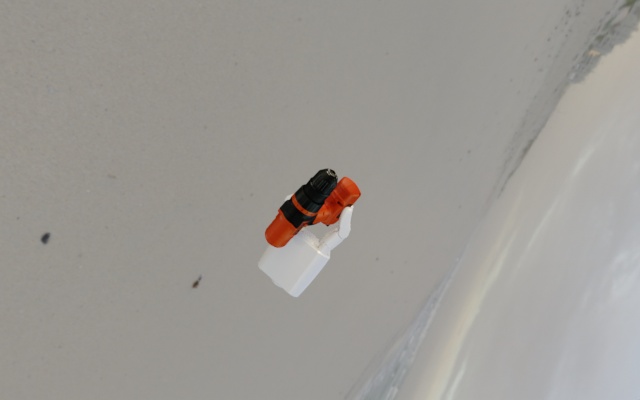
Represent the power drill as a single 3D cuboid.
[{"bbox_3d":[0.000,0.003,0.880,0.184,0.057,0.187,-46,-17,28],"label":"power drill"}]
